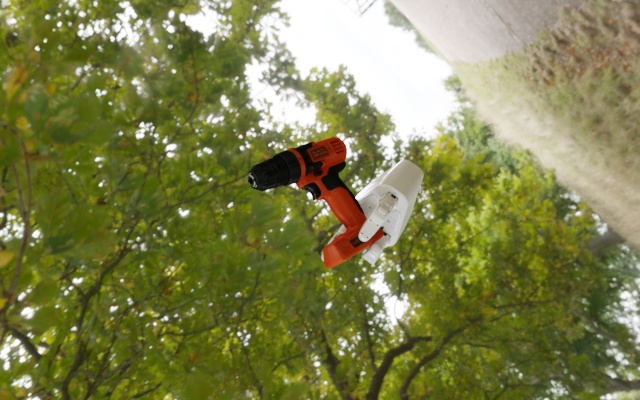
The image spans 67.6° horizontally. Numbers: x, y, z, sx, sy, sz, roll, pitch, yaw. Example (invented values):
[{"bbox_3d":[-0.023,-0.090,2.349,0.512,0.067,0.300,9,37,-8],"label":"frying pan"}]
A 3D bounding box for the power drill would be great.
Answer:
[{"bbox_3d":[0.000,0.003,0.719,0.184,0.187,0.057,-25,-5,-37],"label":"power drill"}]
